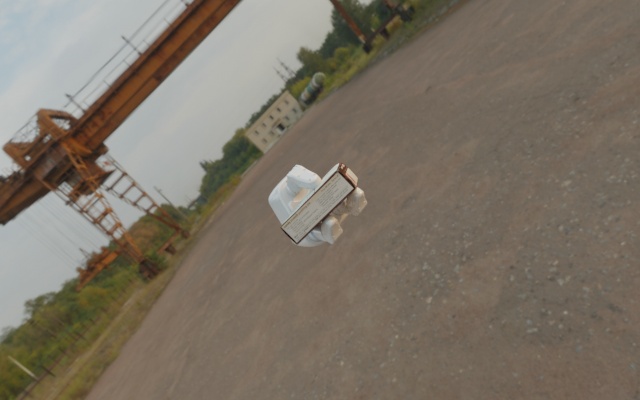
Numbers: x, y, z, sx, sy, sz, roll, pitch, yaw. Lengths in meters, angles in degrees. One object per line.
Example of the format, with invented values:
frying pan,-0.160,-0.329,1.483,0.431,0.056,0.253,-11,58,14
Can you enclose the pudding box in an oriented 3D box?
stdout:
pudding box,0.000,0.002,0.657,0.039,0.113,0.090,43,12,-4
